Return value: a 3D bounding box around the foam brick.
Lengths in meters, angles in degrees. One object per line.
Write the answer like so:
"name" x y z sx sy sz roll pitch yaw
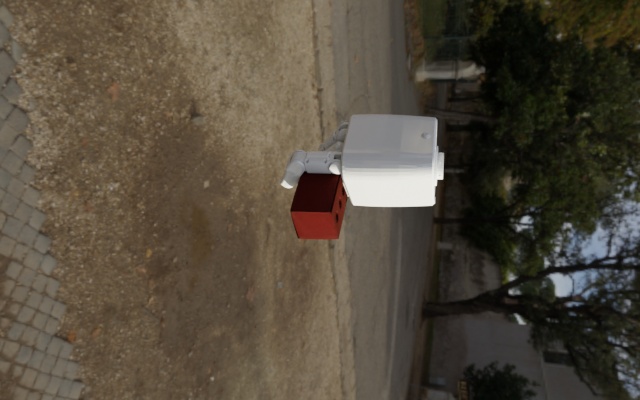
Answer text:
"foam brick" 0.000 0.002 0.580 0.051 0.078 0.053 2 -41 14
